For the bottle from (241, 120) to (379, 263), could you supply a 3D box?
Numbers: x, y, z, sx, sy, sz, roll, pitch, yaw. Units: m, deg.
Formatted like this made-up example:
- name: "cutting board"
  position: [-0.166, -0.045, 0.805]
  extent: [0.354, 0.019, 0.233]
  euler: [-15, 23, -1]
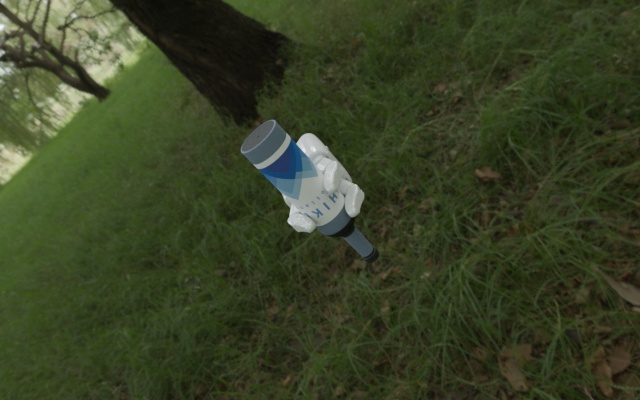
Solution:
- name: "bottle"
  position: [0.000, 0.002, 0.750]
  extent: [0.069, 0.069, 0.296]
  euler: [0, -40, 52]
